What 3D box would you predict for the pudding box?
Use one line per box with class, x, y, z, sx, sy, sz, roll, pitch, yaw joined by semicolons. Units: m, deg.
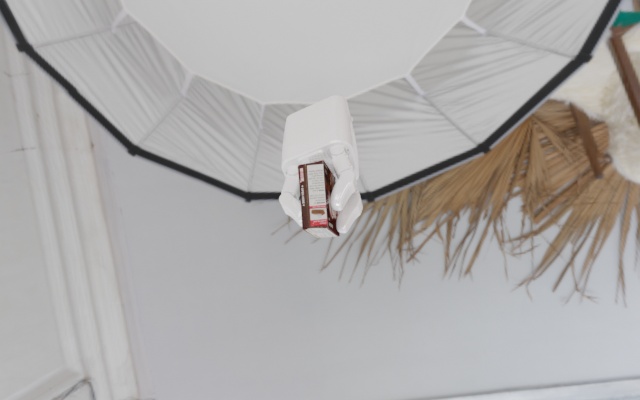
pudding box;0.000;0.002;0.657;0.039;0.090;0.113;-7;-10;11
